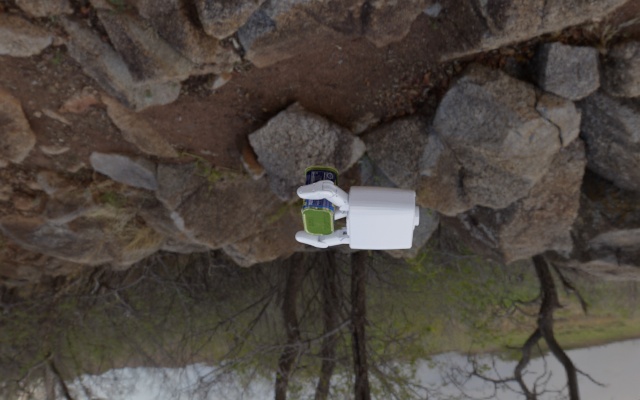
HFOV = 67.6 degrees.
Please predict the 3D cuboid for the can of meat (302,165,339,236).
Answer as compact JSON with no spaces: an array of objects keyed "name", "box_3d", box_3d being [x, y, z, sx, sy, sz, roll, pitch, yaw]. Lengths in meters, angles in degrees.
[{"name":"can of meat","box_3d":[0.000,0.003,0.818,0.057,0.084,0.102,3,-29,5]}]
